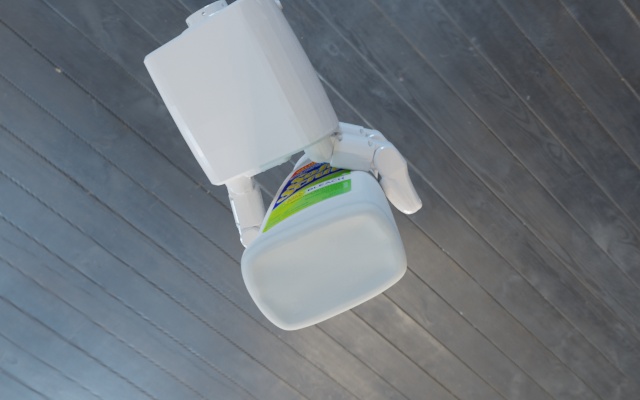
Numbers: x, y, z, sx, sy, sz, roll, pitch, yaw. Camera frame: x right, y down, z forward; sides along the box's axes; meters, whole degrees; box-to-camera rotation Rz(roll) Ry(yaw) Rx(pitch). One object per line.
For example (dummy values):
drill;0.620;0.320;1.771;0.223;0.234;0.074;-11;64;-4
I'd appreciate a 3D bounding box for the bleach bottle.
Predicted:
bleach bottle;0.000;0.001;0.404;0.102;0.068;0.250;-25;18;6
